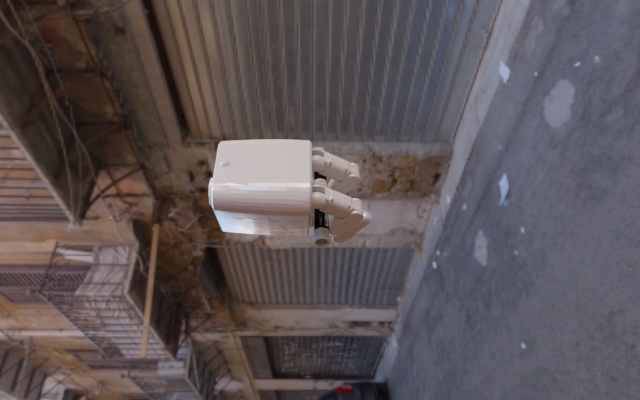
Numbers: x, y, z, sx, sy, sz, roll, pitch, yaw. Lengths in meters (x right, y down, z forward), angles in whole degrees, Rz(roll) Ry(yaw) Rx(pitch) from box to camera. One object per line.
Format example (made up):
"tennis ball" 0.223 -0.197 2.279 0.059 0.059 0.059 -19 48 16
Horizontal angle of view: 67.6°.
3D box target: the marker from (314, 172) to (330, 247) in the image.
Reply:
"marker" 0.000 0.002 0.580 0.020 0.121 0.020 -1 -40 -1
